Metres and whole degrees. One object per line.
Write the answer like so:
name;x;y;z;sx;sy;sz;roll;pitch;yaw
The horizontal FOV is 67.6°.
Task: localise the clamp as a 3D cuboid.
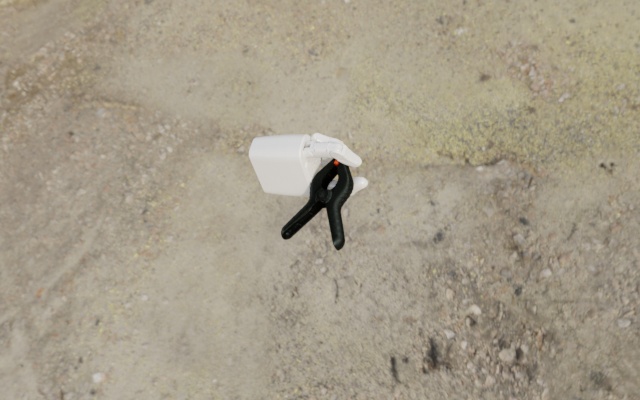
clamp;0.000;0.002;0.808;0.120;0.171;0.039;2;-29;24
